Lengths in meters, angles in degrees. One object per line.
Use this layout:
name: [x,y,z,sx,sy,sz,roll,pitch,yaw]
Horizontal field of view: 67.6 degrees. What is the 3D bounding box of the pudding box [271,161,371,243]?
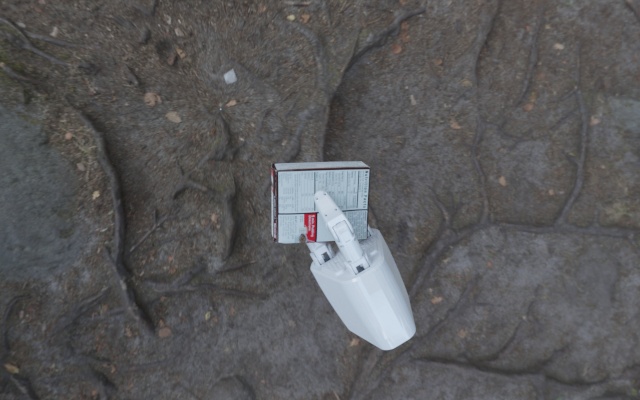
pudding box: [0.000,0.002,0.553,0.113,0.090,0.039,-2,15,-13]
